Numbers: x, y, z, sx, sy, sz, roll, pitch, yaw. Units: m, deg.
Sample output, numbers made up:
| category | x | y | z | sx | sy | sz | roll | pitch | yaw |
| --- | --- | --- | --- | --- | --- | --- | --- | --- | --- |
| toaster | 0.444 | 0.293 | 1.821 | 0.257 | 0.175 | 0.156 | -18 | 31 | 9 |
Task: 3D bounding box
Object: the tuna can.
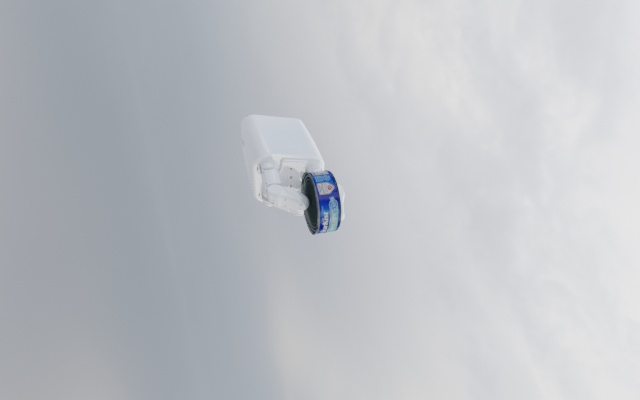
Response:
| category | x | y | z | sx | sy | sz | roll | pitch | yaw |
| --- | --- | --- | --- | --- | --- | --- | --- | --- | --- |
| tuna can | 0.001 | 0.002 | 0.649 | 0.034 | 0.086 | 0.086 | -8 | 2 | -14 |
